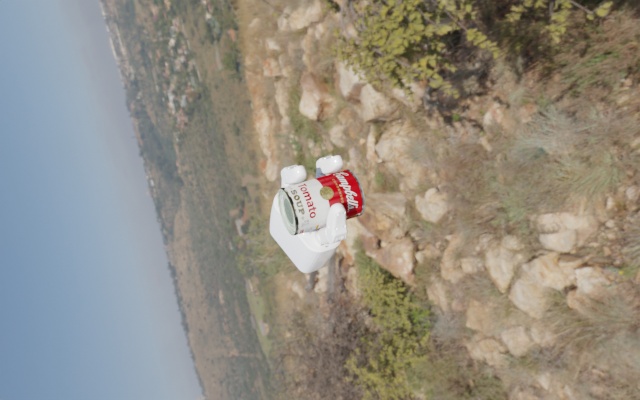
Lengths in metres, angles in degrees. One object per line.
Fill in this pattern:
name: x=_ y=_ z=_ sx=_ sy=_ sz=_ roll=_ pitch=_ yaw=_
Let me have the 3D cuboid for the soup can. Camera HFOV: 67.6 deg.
soup can: x=0.000 y=0.002 z=0.650 sx=0.102 sy=0.068 sz=0.068 roll=-16 pitch=5 yaw=-20
